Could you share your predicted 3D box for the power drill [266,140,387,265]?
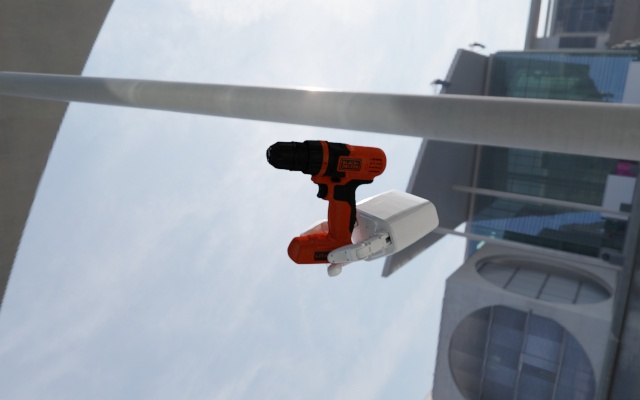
[{"bbox_3d":[0.000,0.003,0.712,0.184,0.188,0.057,2,22,-21],"label":"power drill"}]
